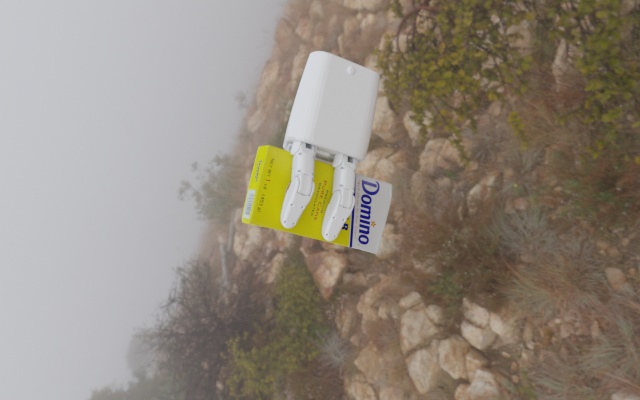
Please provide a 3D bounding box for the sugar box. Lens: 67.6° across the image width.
[{"bbox_3d":[0.000,0.002,0.581,0.176,0.093,0.048,15,-3,-23],"label":"sugar box"}]
